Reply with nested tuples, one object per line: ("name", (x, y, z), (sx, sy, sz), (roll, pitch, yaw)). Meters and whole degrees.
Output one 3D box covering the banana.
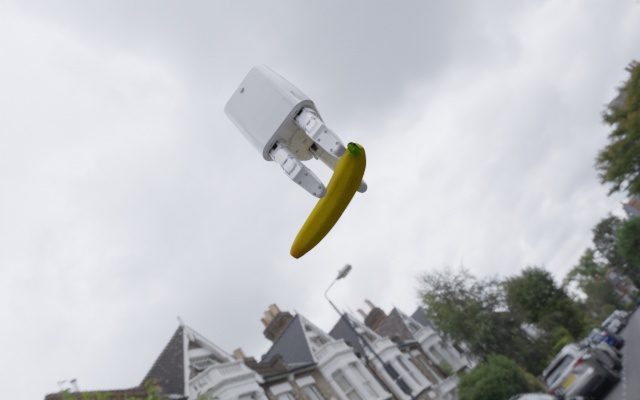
("banana", (0.014, -0.004, 0.622), (0.069, 0.198, 0.037), (-16, 52, -45))
